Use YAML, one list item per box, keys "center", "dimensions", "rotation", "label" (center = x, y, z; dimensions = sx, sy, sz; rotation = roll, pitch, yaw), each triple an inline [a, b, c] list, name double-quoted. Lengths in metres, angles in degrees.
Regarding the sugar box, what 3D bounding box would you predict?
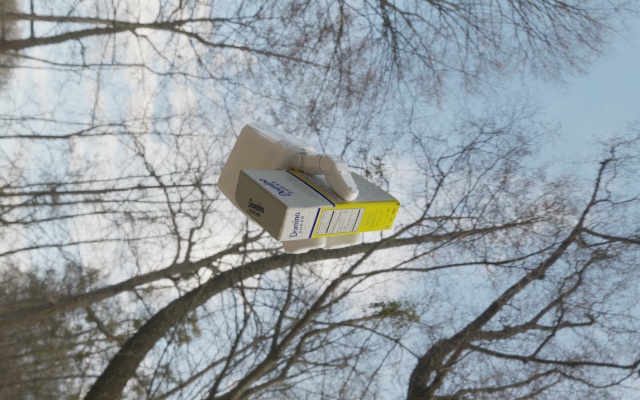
- center: [0.000, 0.002, 0.547]
  dimensions: [0.176, 0.048, 0.093]
  rotation: [-4, 30, -41]
  label: "sugar box"
